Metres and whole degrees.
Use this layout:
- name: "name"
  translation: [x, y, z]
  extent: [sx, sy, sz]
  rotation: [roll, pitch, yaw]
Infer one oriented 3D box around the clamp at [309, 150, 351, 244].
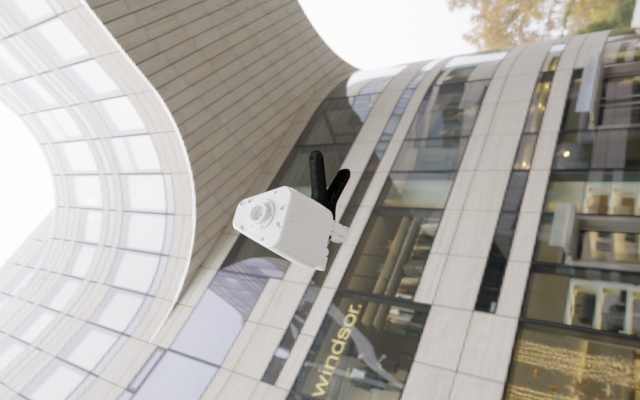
- name: "clamp"
  translation: [0.000, 0.003, 0.805]
  extent: [0.039, 0.171, 0.120]
  rotation: [2, -21, 37]
